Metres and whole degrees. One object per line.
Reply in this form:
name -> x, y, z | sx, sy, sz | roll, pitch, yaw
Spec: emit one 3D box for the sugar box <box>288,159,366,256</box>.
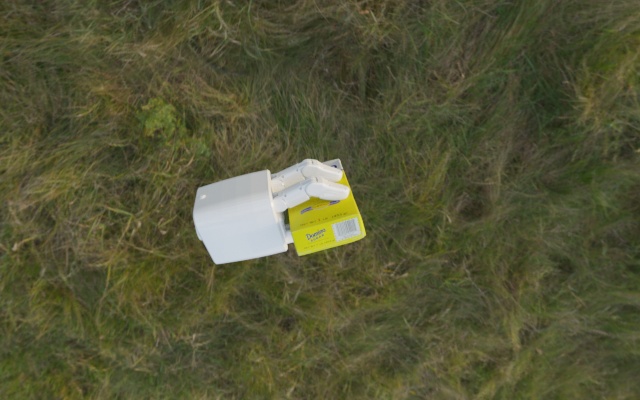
sugar box -> 0.000, 0.002, 0.682 | 0.093, 0.048, 0.176 | -15, 32, 0
